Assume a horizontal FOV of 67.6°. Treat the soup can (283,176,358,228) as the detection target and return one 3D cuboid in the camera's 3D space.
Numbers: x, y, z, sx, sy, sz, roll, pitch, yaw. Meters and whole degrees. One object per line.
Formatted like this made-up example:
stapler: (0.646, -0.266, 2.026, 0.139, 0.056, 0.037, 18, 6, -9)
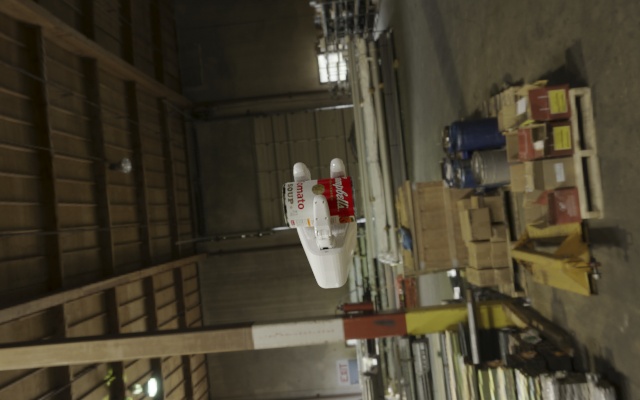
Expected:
soup can: (0.000, 0.002, 0.697, 0.102, 0.068, 0.068, -5, 0, 3)
